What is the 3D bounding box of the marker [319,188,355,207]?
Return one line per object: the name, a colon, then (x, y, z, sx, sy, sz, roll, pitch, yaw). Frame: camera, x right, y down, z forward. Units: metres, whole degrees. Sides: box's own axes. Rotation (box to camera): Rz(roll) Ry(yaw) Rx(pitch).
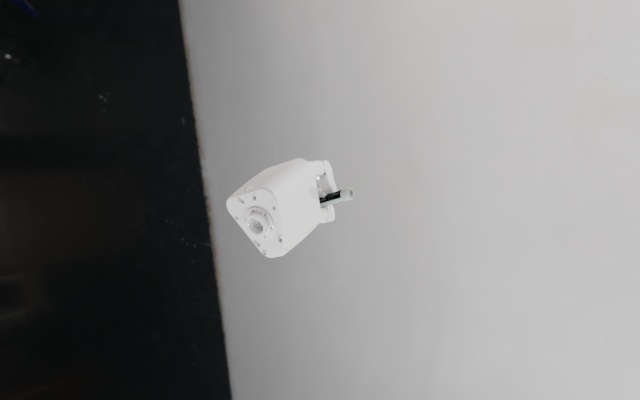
marker: (0.000, 0.002, 0.771, 0.121, 0.020, 0.020, -16, -9, 34)
